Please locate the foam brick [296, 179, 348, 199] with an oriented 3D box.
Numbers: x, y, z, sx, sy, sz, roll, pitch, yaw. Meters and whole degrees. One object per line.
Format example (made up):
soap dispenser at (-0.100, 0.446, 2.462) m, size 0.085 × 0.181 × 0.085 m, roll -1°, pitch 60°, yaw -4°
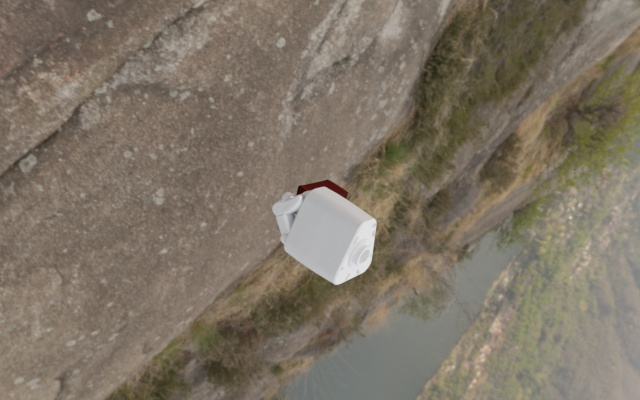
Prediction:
foam brick at (0.000, 0.002, 0.812) m, size 0.051 × 0.053 × 0.078 m, roll 32°, pitch 30°, yaw 32°
